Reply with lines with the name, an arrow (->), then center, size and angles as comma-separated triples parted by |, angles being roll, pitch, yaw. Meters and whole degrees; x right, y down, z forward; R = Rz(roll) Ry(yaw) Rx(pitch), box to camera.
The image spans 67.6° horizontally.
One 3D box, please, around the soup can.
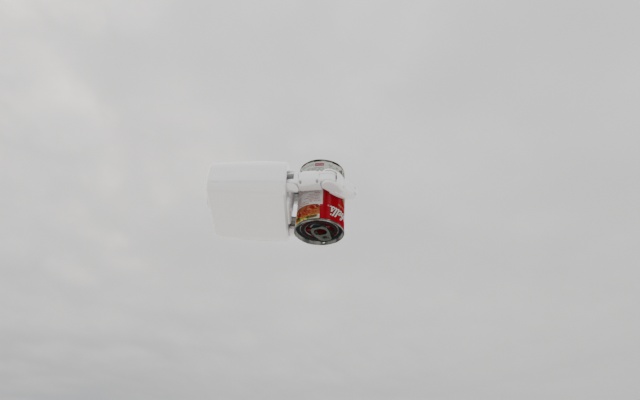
soup can -> 0.001, 0.002, 0.668 | 0.068, 0.102, 0.069 | 2, -34, 1
